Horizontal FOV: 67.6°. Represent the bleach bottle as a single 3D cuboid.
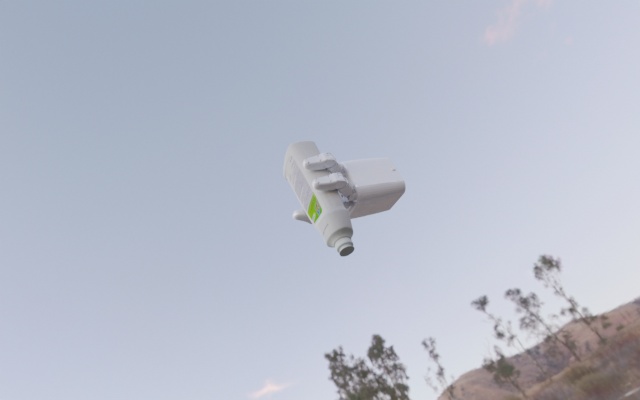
[{"bbox_3d":[0.000,0.003,0.892,0.068,0.250,0.103,-10,-40,-20],"label":"bleach bottle"}]
